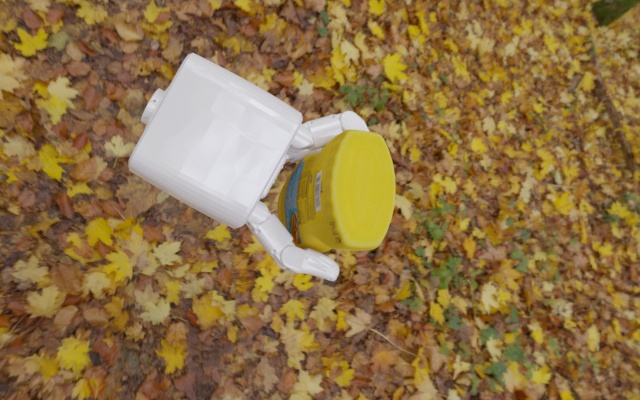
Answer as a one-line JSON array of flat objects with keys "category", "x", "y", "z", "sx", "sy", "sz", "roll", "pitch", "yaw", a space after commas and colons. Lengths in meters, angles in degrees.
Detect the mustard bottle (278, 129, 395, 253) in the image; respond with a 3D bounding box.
[{"category": "mustard bottle", "x": 0.000, "y": 0.002, "z": 0.456, "sx": 0.058, "sy": 0.096, "sz": 0.191, "roll": 3, "pitch": -8, "yaw": -21}]
